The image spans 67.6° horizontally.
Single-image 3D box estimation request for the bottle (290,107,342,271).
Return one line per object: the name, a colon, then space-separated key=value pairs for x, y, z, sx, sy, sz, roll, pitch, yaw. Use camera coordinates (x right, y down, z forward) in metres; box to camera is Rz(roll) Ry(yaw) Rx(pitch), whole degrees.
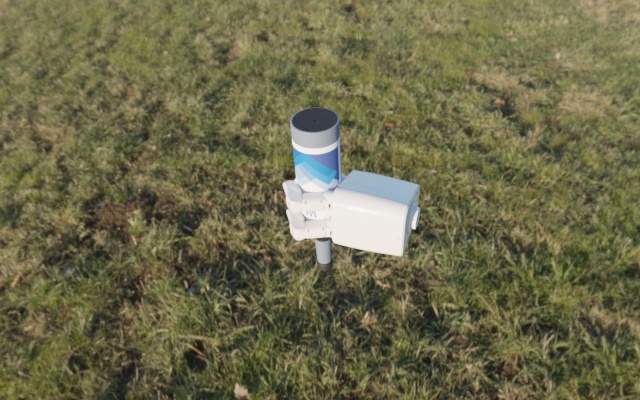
bottle: x=0.000 y=0.002 z=0.736 sx=0.069 sy=0.296 sz=0.069 roll=-2 pitch=41 yaw=2
